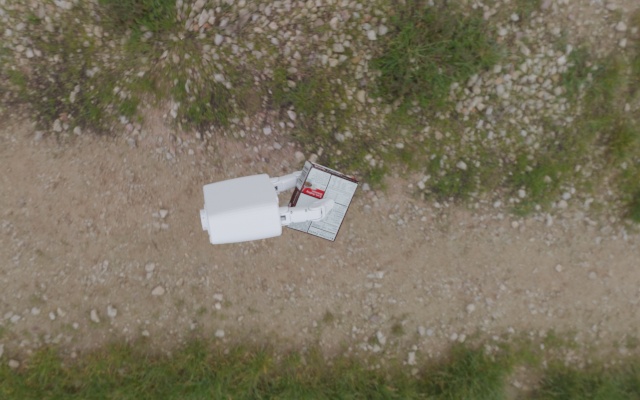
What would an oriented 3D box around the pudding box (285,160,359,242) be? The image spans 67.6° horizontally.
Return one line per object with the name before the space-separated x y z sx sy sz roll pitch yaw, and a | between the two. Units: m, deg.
pudding box | 0.000 0.003 0.785 0.090 0.113 0.039 19 13 -19
